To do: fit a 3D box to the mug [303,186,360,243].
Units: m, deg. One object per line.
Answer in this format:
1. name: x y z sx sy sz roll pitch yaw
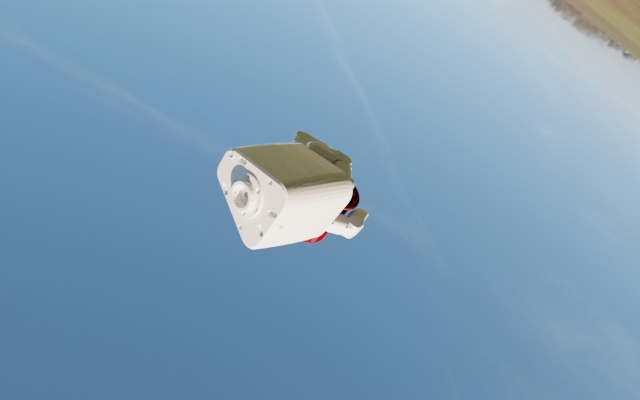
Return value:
1. mug: 0.001 0.002 0.657 0.117 0.093 0.081 -7 -37 -49
